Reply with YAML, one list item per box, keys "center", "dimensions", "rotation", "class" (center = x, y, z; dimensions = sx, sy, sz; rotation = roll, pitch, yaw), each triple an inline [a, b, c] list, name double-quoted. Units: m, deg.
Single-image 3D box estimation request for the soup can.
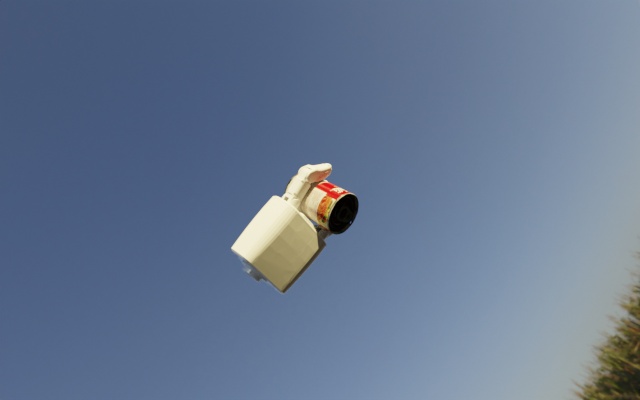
- center: [0.000, 0.002, 0.753]
  dimensions: [0.102, 0.068, 0.068]
  rotation: [28, 18, 38]
  class: "soup can"
